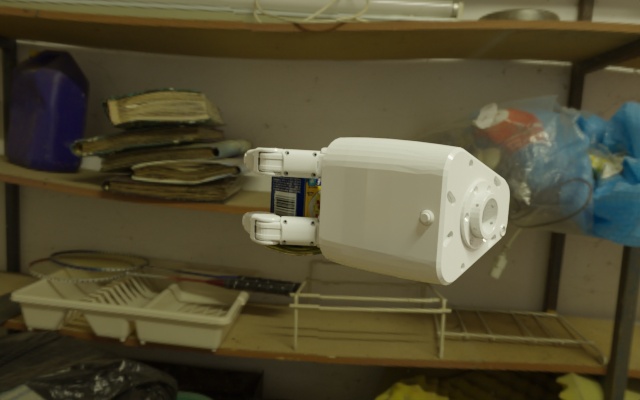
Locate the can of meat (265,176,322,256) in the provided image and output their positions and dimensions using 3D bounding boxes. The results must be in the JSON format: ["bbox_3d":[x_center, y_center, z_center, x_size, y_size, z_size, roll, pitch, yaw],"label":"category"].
[{"bbox_3d":[0.000,0.001,0.445,0.102,0.084,0.057,-3,9,-43],"label":"can of meat"}]
